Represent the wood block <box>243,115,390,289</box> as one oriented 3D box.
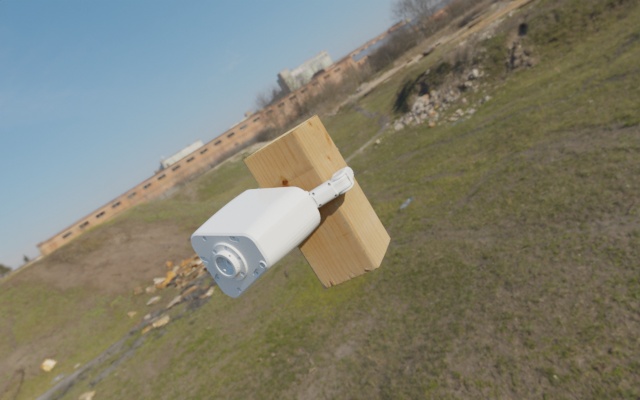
[{"bbox_3d":[0.000,0.002,0.650,0.091,0.206,0.090,-26,12,27],"label":"wood block"}]
